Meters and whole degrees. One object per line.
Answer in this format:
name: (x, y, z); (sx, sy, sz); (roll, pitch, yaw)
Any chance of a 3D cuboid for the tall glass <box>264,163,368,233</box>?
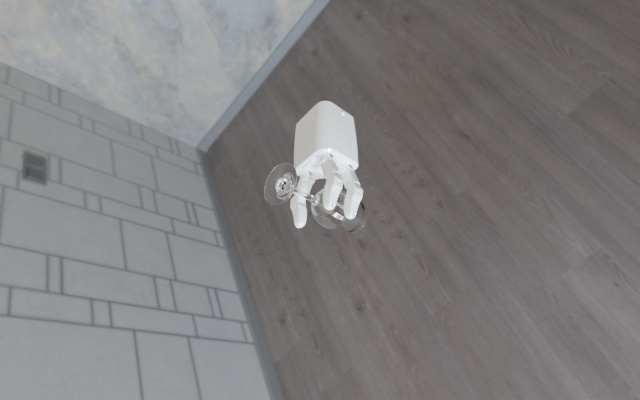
tall glass: (0.000, 0.003, 0.838); (0.079, 0.079, 0.201); (0, -18, 44)
